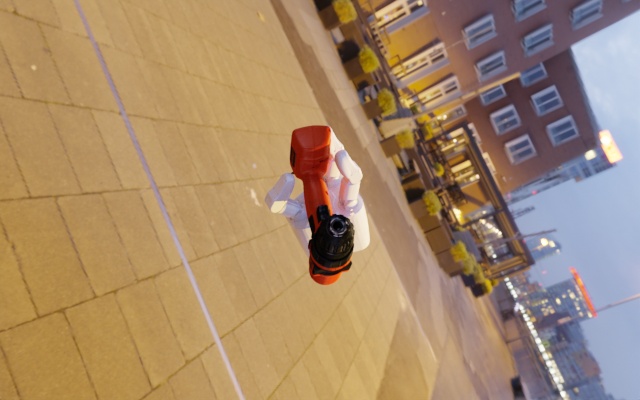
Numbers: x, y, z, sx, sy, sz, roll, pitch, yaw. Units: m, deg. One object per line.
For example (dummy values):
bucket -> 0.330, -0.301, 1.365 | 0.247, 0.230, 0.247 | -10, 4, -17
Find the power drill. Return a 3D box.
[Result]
power drill -> 0.000, 0.002, 0.608 | 0.057, 0.187, 0.184 | -5, -23, -9
